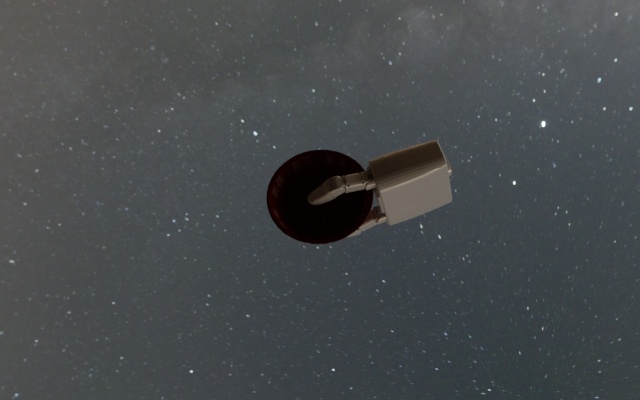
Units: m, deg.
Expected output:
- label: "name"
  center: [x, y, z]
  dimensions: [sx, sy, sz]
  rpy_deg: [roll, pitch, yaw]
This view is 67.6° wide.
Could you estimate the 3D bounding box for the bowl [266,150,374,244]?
- label: "bowl"
  center: [-0.001, 0.003, 0.741]
  dimensions: [0.162, 0.162, 0.055]
  rpy_deg: [0, -27, 4]
